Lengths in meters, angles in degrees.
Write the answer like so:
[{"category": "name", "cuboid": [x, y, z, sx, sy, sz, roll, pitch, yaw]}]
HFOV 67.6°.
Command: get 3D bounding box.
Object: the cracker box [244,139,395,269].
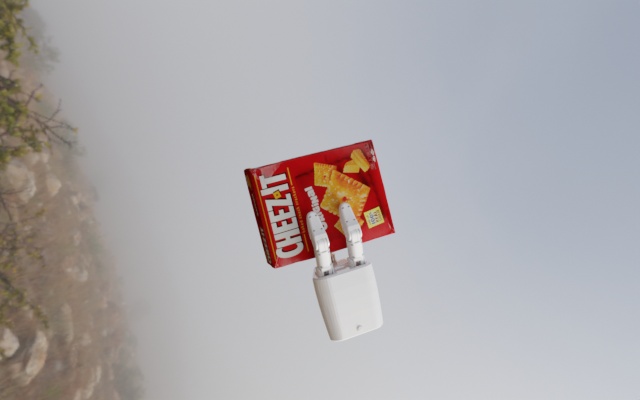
[{"category": "cracker box", "cuboid": [0.000, 0.003, 0.786, 0.213, 0.164, 0.072, -15, 5, -15]}]
